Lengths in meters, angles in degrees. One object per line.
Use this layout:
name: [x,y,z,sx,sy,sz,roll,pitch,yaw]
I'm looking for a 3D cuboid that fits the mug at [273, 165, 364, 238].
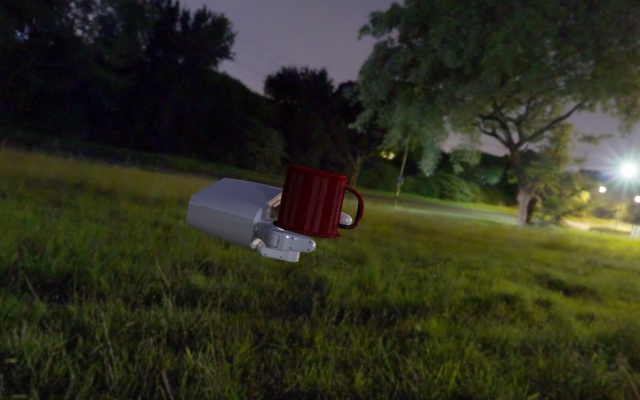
mug: [0.001,0.002,0.632,0.117,0.081,0.093,13,6,15]
